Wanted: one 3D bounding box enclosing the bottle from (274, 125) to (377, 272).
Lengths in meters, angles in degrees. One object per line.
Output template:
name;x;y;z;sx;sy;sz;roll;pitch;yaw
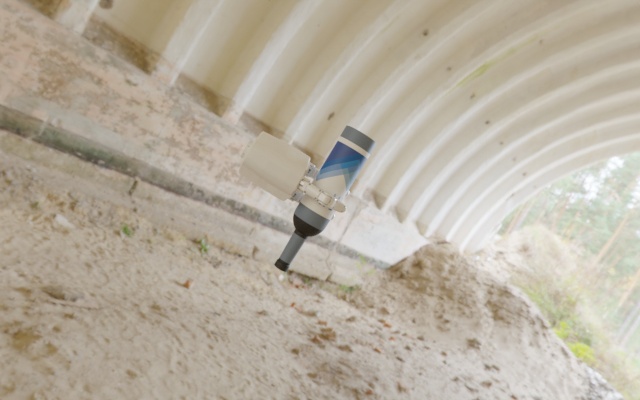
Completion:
bottle;0.000;0.003;0.895;0.069;0.296;0.069;31;3;-2
